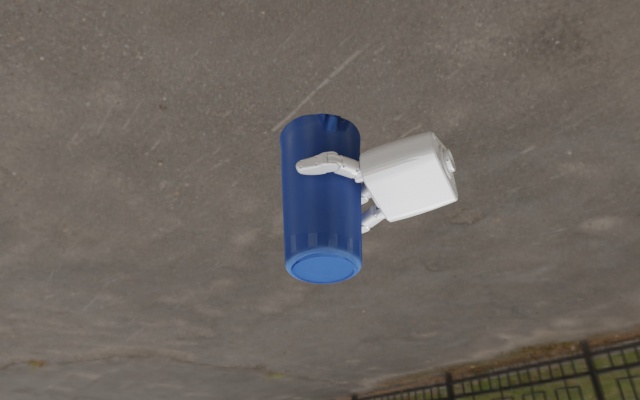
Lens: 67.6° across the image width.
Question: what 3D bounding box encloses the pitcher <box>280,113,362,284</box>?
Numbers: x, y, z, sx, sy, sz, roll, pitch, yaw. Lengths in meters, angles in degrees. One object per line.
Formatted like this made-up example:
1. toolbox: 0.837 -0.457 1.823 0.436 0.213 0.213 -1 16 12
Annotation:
1. pitcher: 0.000 0.002 0.733 0.145 0.242 0.149 -19 -37 24
